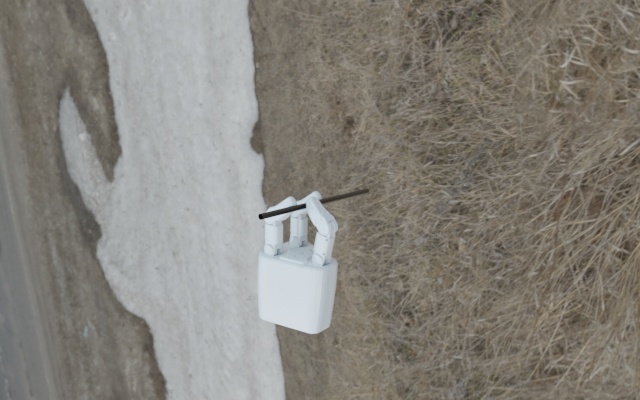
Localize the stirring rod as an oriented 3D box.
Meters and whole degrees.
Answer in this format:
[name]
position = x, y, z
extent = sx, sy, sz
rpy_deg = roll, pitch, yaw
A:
[stirring rod]
position = 0.000, 0.002, 0.705
extent = 0.011, 0.011, 0.239
rpy_deg = 0, 9, 41
